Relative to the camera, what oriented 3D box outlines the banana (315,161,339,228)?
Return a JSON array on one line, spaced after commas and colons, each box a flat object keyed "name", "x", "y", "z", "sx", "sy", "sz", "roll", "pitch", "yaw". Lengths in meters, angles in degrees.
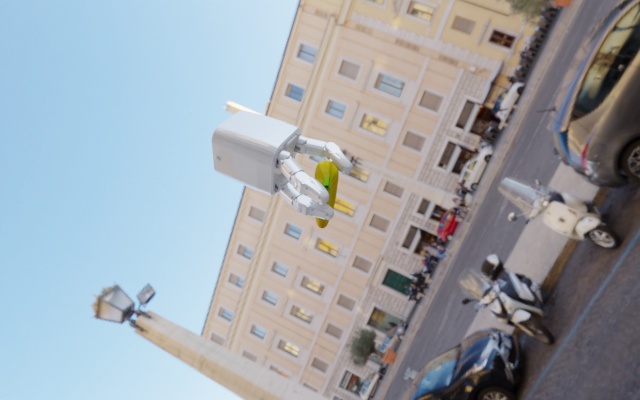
[{"name": "banana", "x": 0.006, "y": -0.015, "z": 0.771, "sx": 0.037, "sy": 0.069, "sz": 0.198, "roll": 16, "pitch": -20, "yaw": 6}]
